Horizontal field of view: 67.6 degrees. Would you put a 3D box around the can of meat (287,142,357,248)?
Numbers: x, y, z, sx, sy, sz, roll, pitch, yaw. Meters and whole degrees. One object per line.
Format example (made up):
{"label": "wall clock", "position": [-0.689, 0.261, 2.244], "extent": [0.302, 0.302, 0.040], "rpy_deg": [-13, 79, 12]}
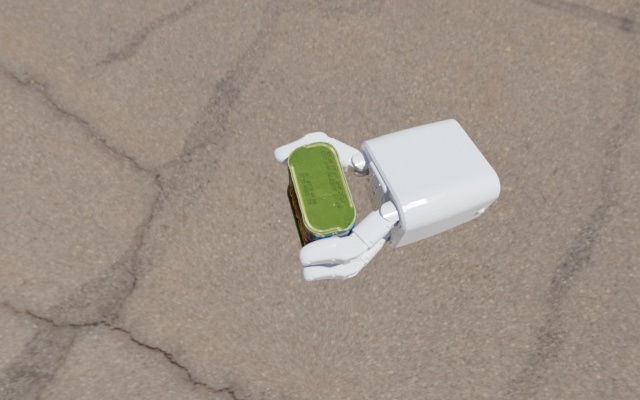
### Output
{"label": "can of meat", "position": [0.000, 0.001, 0.492], "extent": [0.057, 0.102, 0.084], "rpy_deg": [-14, -21, -7]}
